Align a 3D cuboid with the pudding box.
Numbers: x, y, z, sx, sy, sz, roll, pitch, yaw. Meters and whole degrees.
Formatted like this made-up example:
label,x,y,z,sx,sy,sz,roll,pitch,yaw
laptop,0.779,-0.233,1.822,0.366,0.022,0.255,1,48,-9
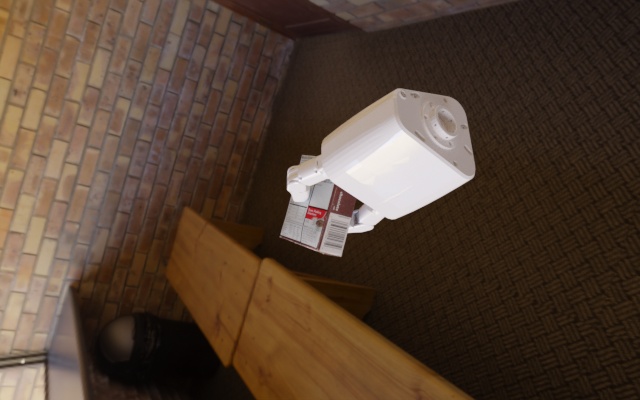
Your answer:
label,x,y,z,sx,sy,sz,roll,pitch,yaw
pudding box,0.000,0.002,0.570,0.039,0.113,0.090,18,-3,-34
